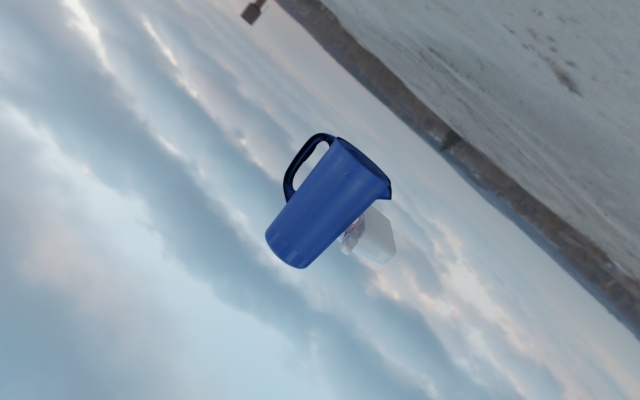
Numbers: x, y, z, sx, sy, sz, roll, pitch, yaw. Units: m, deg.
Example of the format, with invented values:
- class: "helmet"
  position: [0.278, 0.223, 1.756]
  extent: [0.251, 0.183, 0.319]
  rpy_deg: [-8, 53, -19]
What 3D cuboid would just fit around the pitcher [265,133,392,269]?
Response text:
- class: "pitcher"
  position: [0.000, 0.003, 0.894]
  extent: [0.145, 0.243, 0.149]
  rpy_deg: [32, 17, -33]
